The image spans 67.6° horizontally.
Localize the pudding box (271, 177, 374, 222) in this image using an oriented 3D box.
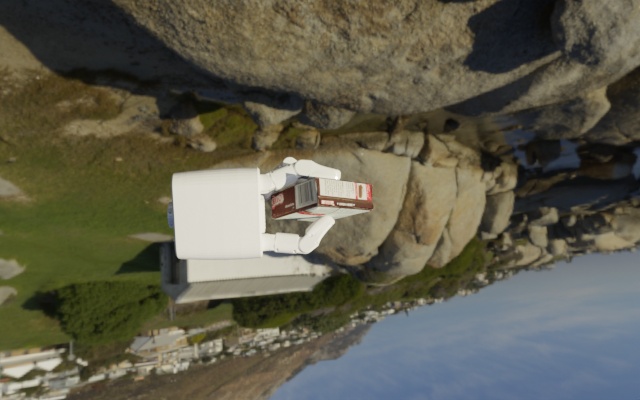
[{"bbox_3d":[0.000,0.002,0.625,0.090,0.039,0.113,4,-11,-35],"label":"pudding box"}]
